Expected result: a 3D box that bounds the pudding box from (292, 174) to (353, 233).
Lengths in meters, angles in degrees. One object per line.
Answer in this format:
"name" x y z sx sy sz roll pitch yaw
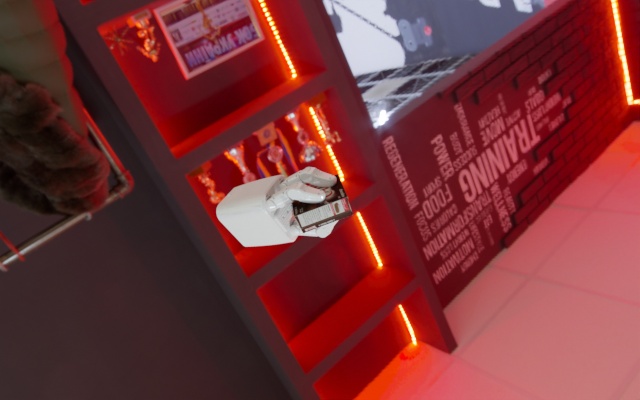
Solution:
"pudding box" 0.000 0.003 0.791 0.090 0.039 0.113 -21 25 2
